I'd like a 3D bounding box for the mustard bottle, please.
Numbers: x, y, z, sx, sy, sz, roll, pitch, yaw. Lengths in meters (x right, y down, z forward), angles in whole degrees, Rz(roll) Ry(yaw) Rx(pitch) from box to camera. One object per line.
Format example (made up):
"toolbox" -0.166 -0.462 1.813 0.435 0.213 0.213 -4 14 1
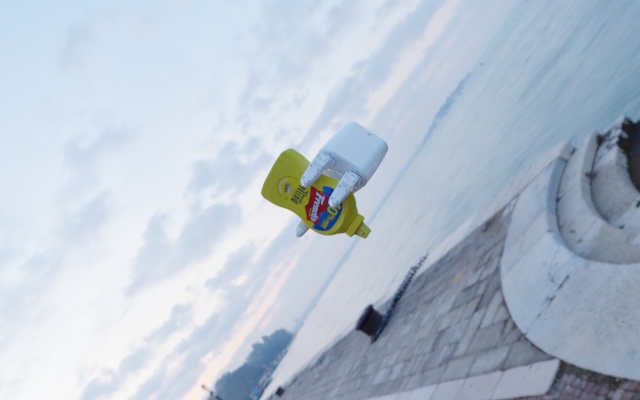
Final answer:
"mustard bottle" 0.000 0.003 0.789 0.191 0.096 0.058 34 24 6
